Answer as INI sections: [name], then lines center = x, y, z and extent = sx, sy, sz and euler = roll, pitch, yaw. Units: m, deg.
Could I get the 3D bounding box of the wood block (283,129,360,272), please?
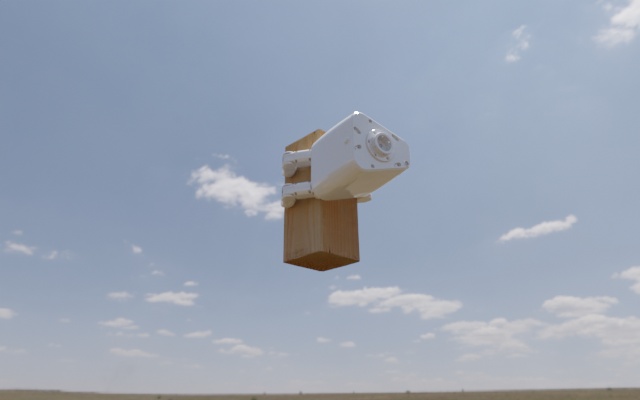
[wood block]
center = 0.001, 0.002, 0.787
extent = 0.091, 0.206, 0.090
euler = 20, -31, -40
